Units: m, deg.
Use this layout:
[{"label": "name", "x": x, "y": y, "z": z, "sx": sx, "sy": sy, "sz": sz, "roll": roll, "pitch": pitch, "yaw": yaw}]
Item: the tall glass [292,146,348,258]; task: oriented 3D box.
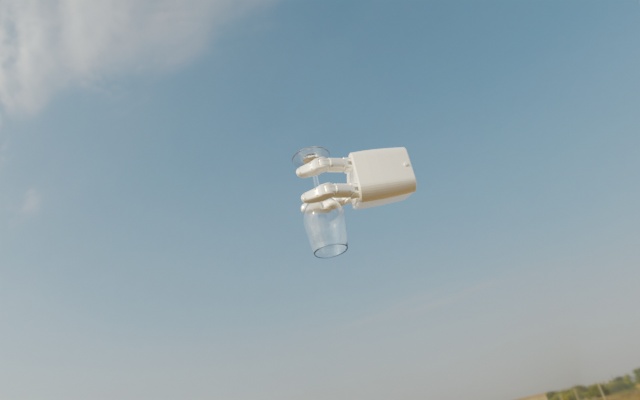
[{"label": "tall glass", "x": 0.000, "y": 0.002, "z": 0.885, "sx": 0.079, "sy": 0.201, "sz": 0.079, "roll": -9, "pitch": -27, "yaw": -5}]
